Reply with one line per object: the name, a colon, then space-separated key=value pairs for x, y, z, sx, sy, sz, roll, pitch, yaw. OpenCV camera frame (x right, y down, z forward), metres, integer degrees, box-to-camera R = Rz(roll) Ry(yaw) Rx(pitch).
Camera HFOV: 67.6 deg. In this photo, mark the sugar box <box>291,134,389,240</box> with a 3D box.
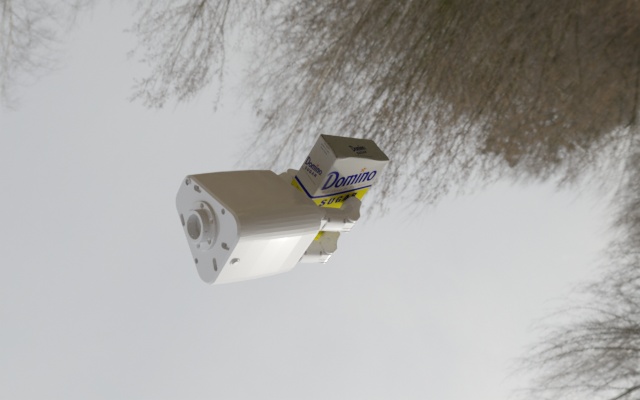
sugar box: x=0.000 y=0.002 z=0.589 sx=0.093 sy=0.048 sz=0.176 roll=-2 pitch=-42 yaw=-44
